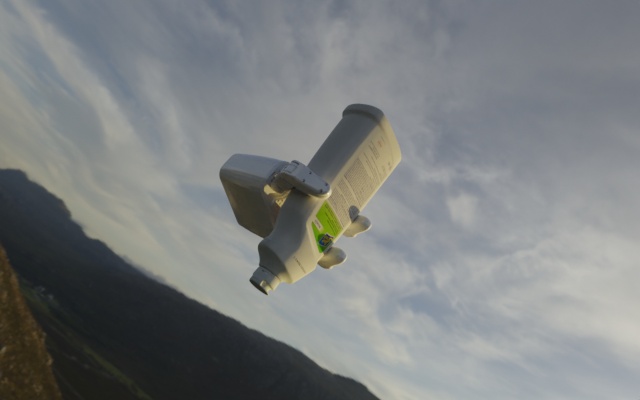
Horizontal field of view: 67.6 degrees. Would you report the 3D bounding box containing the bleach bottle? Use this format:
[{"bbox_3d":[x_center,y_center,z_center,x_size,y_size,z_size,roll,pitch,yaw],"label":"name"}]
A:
[{"bbox_3d":[0.000,0.002,0.578,0.068,0.250,0.103,17,-30,44],"label":"bleach bottle"}]
